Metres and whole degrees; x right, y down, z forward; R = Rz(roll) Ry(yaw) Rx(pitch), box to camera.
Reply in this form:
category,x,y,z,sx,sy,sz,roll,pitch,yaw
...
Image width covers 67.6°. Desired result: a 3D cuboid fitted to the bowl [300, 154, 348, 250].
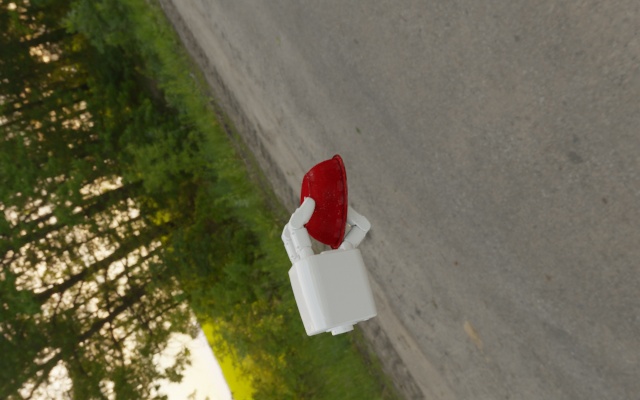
category,x,y,z,sx,sy,sz,roll,pitch,yaw
bowl,0.000,0.001,0.797,0.055,0.162,0.162,1,0,-11
